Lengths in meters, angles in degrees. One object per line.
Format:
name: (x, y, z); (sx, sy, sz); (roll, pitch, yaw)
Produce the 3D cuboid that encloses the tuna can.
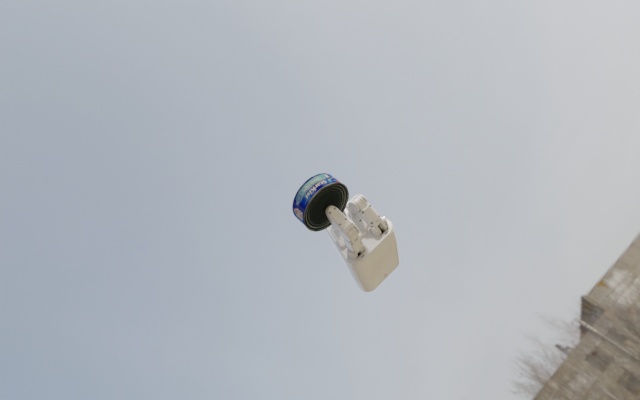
tuna can: (0.000, 0.002, 0.721); (0.086, 0.086, 0.033); (0, 31, -47)
